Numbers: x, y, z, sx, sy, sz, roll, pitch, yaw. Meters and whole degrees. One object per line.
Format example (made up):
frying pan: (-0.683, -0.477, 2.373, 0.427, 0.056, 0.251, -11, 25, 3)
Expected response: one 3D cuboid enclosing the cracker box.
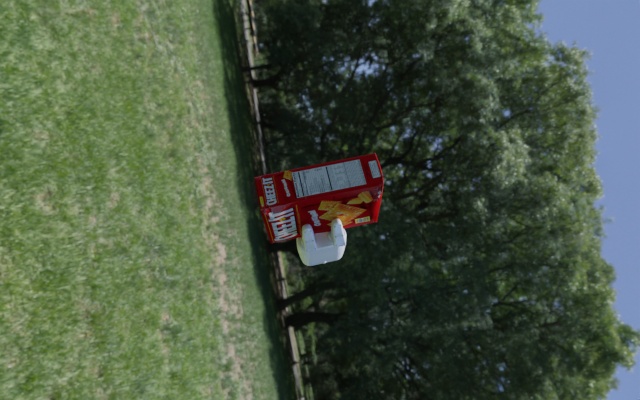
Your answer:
cracker box: (0.000, 0.003, 0.863, 0.213, 0.072, 0.164, -12, -25, -5)
